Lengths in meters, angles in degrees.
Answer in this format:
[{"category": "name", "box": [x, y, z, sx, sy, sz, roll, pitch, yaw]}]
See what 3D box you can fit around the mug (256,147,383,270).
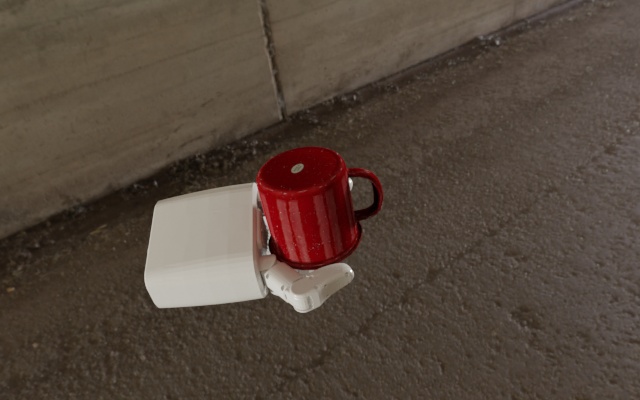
[{"category": "mug", "box": [0.001, 0.001, 0.442, 0.117, 0.082, 0.093, -10, 35, 2]}]
